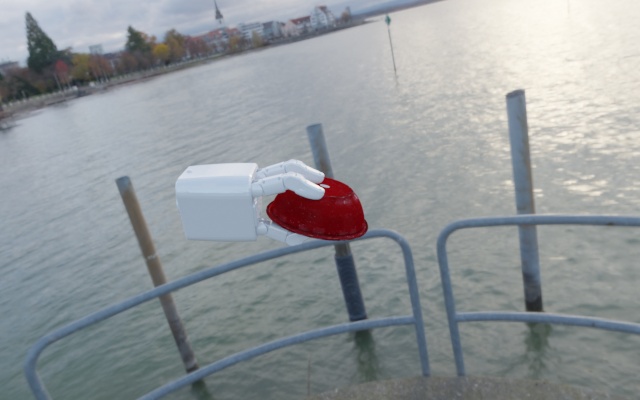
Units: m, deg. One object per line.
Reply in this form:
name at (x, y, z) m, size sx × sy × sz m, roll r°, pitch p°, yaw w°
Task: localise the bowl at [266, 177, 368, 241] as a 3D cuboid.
bowl at (0.001, 0.002, 0.734) m, size 0.162 × 0.055 × 0.162 m, roll 10°, pitch 20°, yaw -4°
